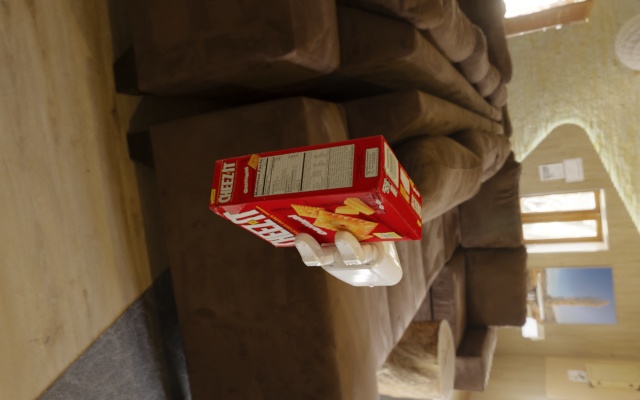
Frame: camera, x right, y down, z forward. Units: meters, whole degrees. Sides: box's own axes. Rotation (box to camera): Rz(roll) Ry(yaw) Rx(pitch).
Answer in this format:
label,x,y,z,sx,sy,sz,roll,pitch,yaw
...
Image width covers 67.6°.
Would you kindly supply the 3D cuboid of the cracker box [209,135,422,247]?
label,x,y,z,sx,sy,sz,roll,pitch,yaw
cracker box,0.000,0.002,0.585,0.214,0.072,0.164,-6,-25,25
